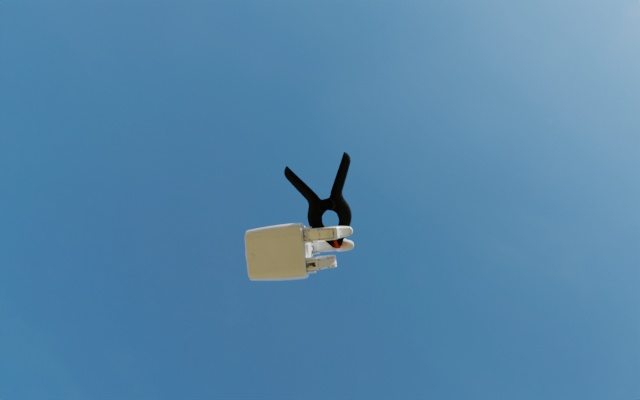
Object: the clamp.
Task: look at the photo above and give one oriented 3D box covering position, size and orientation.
[{"bbox_3d":[0.000,0.003,0.859,0.120,0.171,0.039,-5,-1,8],"label":"clamp"}]
